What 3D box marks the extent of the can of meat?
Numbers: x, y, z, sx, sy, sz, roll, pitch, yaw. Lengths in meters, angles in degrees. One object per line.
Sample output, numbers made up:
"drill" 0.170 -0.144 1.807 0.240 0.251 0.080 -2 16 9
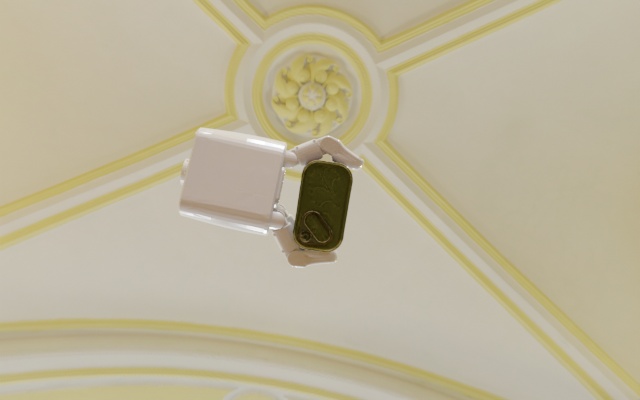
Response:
"can of meat" 0.000 0.002 0.571 0.057 0.102 0.084 8 7 -5
